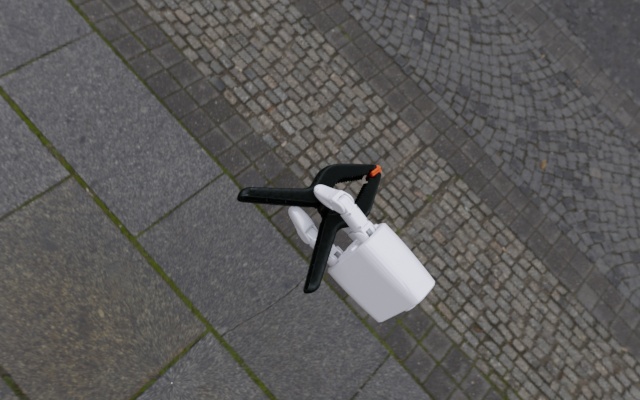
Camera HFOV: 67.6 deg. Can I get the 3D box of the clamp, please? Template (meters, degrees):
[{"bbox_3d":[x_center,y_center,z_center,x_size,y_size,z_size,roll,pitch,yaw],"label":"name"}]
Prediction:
[{"bbox_3d":[0.001,0.002,0.667,0.210,0.164,0.036,-42,1,-26],"label":"clamp"}]
